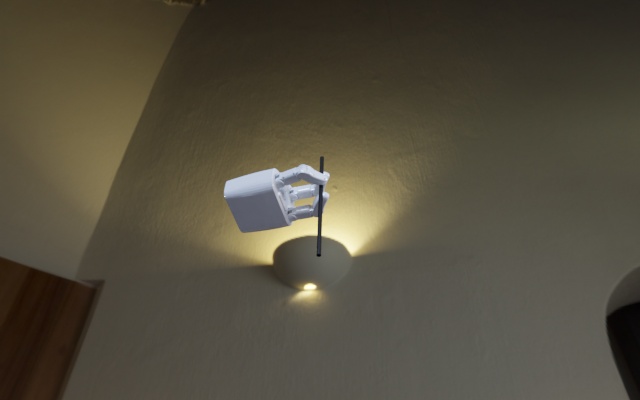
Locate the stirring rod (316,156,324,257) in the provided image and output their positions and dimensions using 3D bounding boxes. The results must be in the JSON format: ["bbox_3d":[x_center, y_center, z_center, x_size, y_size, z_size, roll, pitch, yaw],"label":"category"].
[{"bbox_3d":[0.000,0.003,0.876,0.011,0.239,0.011,1,-42,1],"label":"stirring rod"}]
